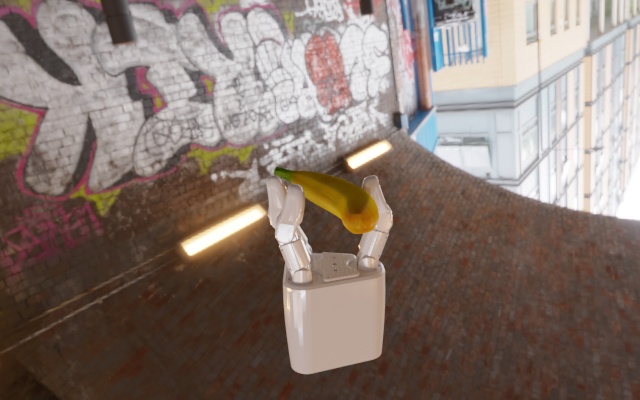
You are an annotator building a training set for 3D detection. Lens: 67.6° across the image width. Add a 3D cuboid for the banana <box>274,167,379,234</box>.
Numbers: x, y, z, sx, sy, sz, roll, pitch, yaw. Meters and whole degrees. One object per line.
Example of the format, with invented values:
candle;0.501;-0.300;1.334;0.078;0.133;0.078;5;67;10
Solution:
banana;0.015;0.001;0.490;0.069;0.037;0.197;-1;14;-26
